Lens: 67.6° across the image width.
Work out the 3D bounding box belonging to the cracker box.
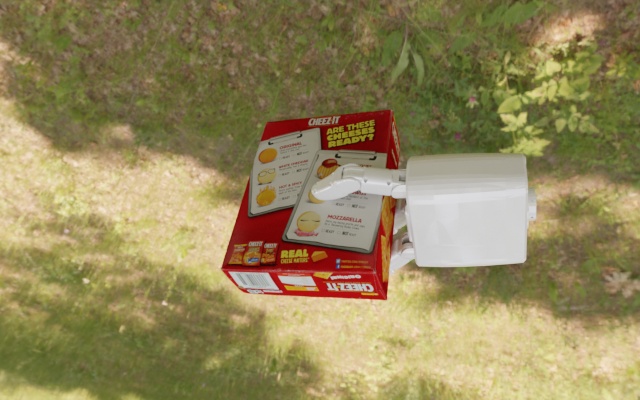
[{"bbox_3d":[0.000,0.002,0.542,0.164,0.213,0.072,-2,-37,18],"label":"cracker box"}]
